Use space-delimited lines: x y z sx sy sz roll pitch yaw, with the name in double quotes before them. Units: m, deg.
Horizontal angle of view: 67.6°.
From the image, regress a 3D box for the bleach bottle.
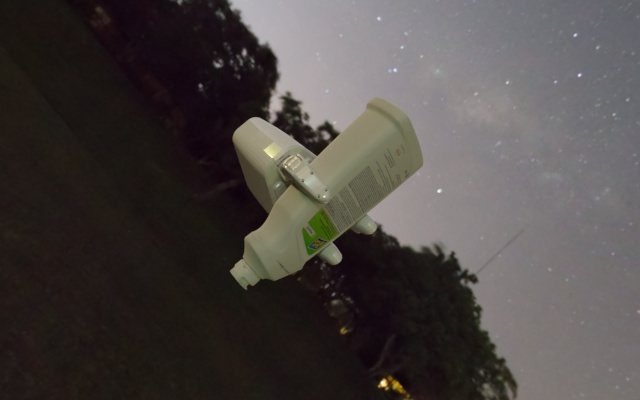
"bleach bottle" 0.000 0.002 0.536 0.068 0.251 0.103 42 -10 43
